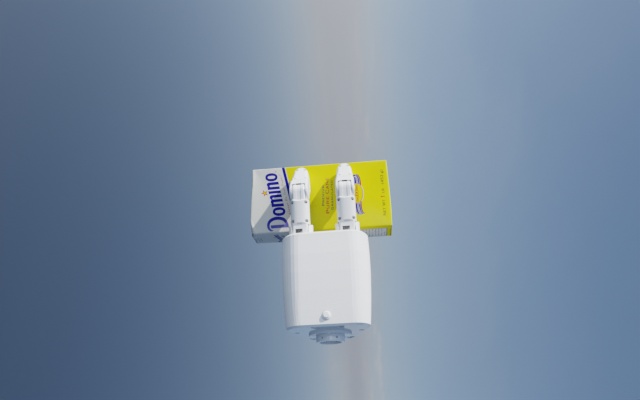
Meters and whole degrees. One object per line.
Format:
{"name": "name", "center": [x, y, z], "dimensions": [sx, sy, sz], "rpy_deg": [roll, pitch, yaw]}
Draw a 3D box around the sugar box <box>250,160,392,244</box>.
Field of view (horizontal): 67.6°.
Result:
{"name": "sugar box", "center": [0.000, 0.002, 0.615], "dimensions": [0.176, 0.093, 0.048], "rpy_deg": [-4, -23, 3]}
